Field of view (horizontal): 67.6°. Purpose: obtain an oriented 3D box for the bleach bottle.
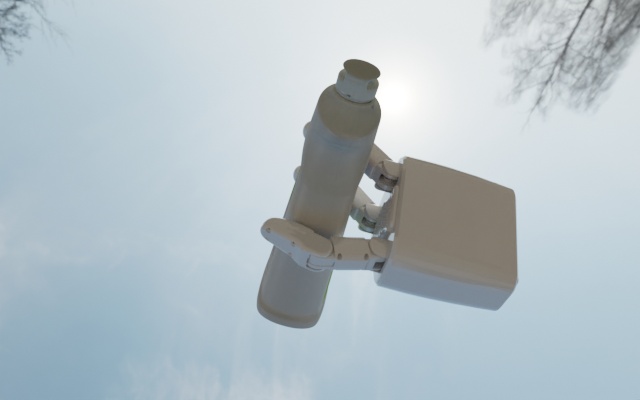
[{"bbox_3d":[0.000,0.001,0.415,0.068,0.251,0.102,15,42,-2],"label":"bleach bottle"}]
